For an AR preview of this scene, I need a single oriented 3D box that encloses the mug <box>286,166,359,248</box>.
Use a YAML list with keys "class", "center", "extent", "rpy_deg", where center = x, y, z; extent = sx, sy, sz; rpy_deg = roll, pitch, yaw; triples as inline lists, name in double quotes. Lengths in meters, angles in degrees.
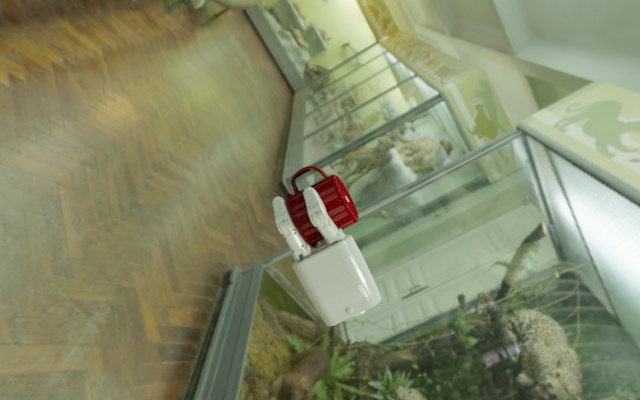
- class: "mug"
  center: [0.000, 0.001, 0.727]
  extent: [0.081, 0.117, 0.093]
  rpy_deg: [-27, 1, 11]
